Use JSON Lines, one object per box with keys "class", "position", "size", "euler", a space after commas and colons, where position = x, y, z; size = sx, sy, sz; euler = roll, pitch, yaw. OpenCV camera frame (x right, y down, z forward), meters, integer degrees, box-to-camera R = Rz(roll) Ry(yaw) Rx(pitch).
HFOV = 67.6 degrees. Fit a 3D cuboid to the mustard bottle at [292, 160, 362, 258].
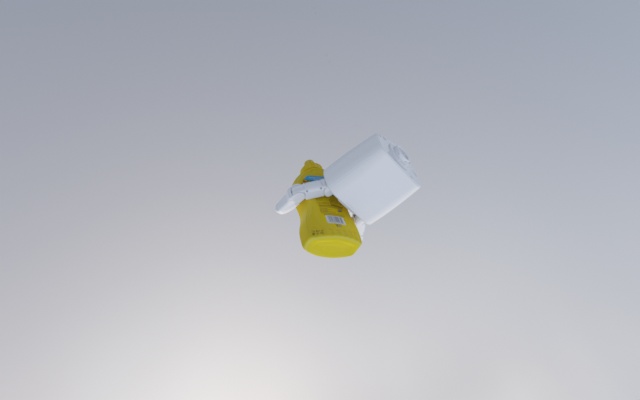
{"class": "mustard bottle", "position": [0.000, 0.003, 0.789], "size": [0.096, 0.191, 0.058], "euler": [8, -46, -26]}
